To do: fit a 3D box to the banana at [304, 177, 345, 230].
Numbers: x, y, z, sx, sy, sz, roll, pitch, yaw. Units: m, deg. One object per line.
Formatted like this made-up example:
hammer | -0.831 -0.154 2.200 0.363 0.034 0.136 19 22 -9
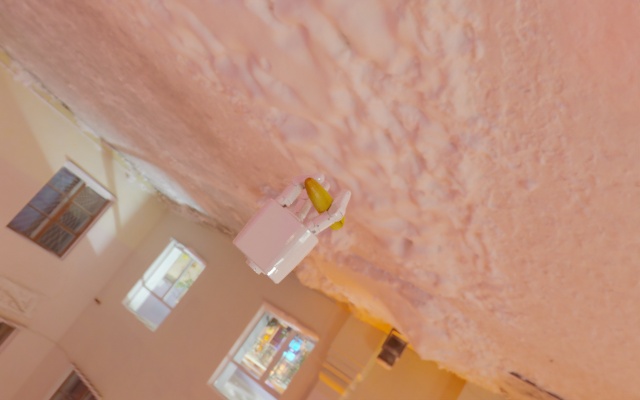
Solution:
banana | 0.013 0.017 0.886 0.037 0.069 0.198 -41 -21 -2
